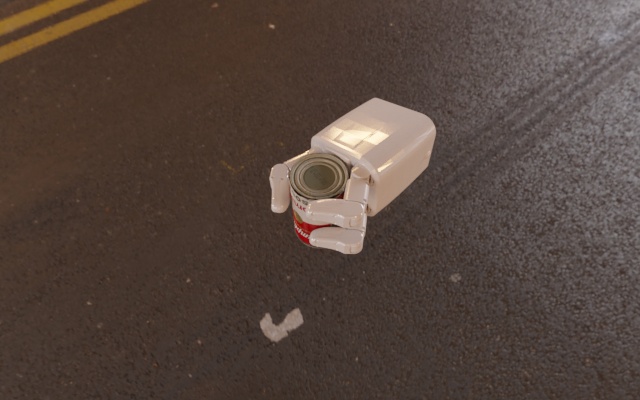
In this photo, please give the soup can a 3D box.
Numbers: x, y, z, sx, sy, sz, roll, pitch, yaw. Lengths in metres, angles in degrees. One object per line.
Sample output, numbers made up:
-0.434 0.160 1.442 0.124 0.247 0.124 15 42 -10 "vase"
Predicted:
0.000 0.002 0.558 0.068 0.068 0.102 0 -35 1 "soup can"
